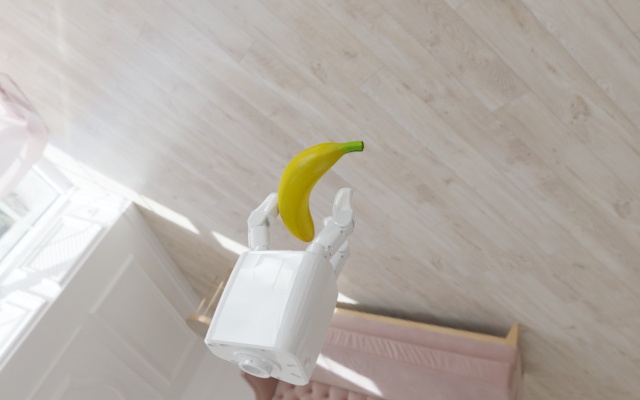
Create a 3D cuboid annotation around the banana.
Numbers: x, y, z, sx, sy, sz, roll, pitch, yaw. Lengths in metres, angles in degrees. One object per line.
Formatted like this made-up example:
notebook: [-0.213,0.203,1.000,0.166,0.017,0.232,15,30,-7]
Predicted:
banana: [-0.016,-0.006,0.552,0.069,0.037,0.198,20,-37,-6]
